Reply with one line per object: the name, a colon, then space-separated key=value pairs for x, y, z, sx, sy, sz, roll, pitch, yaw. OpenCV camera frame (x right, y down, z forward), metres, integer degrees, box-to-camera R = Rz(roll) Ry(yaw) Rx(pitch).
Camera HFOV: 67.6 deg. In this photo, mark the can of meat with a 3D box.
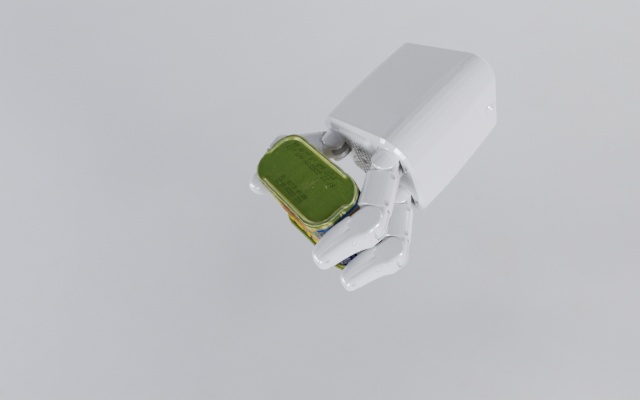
can of meat: x=0.000 y=0.001 z=0.408 sx=0.102 sy=0.057 sz=0.084 roll=42 pitch=-8 yaw=34
